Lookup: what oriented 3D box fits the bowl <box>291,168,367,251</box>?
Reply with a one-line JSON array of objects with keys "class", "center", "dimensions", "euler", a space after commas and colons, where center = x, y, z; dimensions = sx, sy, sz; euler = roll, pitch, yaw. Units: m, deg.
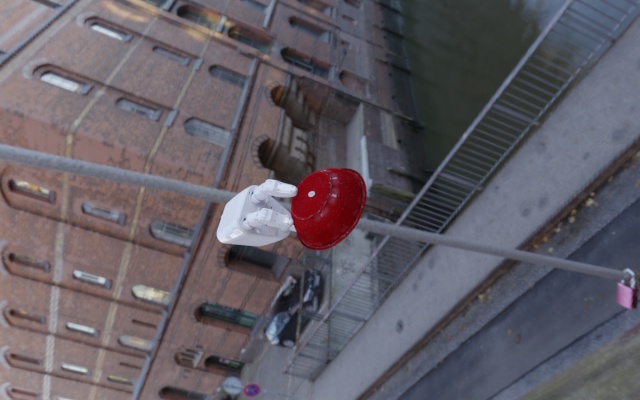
[{"class": "bowl", "center": [0.001, 0.002, 0.827], "dimensions": [0.162, 0.162, 0.055], "euler": [0, -27, 46]}]
